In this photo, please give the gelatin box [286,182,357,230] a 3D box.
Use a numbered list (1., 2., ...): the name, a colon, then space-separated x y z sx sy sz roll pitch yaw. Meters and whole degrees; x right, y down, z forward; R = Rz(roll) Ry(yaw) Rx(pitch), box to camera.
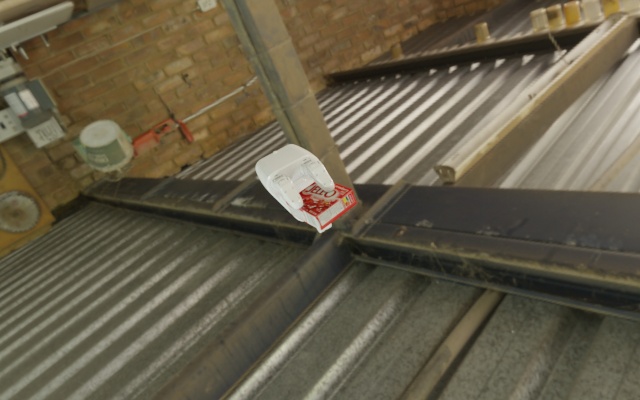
1. gelatin box: 0.000 0.003 0.730 0.073 0.030 0.089 -36 32 -21
